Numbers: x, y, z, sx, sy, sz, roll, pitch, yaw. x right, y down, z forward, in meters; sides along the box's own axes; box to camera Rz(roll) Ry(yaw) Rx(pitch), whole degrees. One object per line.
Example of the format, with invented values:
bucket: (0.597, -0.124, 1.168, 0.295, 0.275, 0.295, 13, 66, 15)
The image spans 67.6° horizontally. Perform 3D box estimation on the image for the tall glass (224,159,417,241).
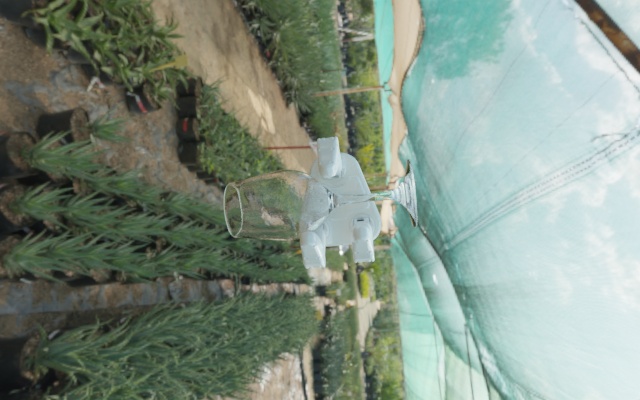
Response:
tall glass: (0.001, 0.002, 0.523, 0.201, 0.079, 0.079, -5, -1, 6)
